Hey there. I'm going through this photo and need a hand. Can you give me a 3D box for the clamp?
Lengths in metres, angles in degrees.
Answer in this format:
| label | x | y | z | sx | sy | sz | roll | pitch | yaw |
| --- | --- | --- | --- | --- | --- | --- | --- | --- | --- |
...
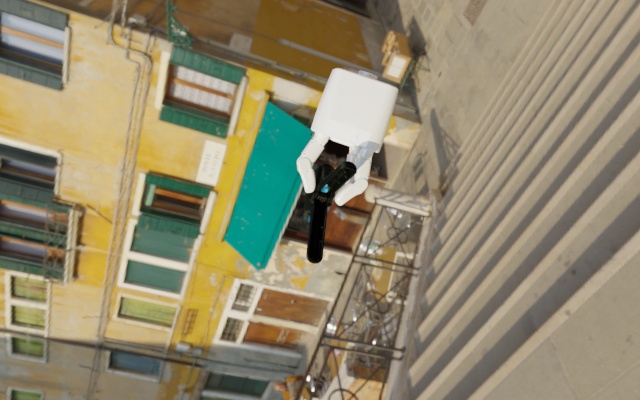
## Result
| label | x | y | z | sx | sy | sz | roll | pitch | yaw |
| --- | --- | --- | --- | --- | --- | --- | --- | --- | --- |
| clamp | -0.001 | 0.002 | 0.788 | 0.036 | 0.164 | 0.210 | 18 | 8 | -14 |
